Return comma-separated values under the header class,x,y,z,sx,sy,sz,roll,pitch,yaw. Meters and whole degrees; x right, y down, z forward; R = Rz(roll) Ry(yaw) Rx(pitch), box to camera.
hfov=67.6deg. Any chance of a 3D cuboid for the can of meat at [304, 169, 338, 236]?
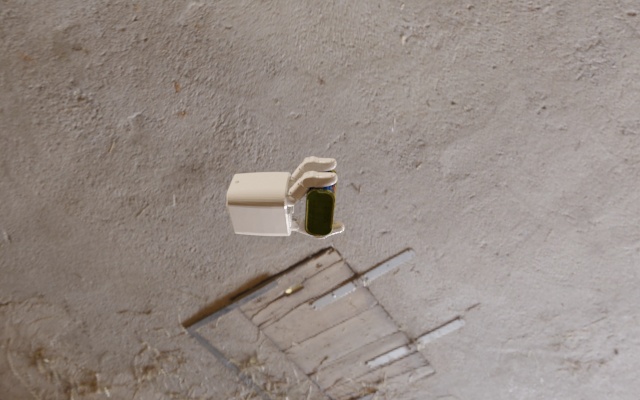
class,x,y,z,sx,sy,sz,roll,pitch,yaw
can of meat,0.000,0.003,0.870,0.057,0.102,0.084,4,31,1
